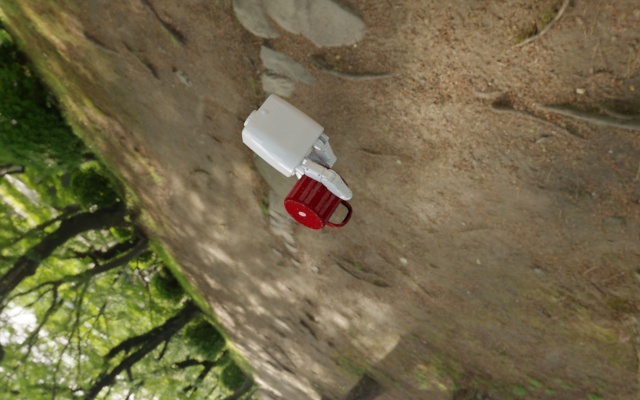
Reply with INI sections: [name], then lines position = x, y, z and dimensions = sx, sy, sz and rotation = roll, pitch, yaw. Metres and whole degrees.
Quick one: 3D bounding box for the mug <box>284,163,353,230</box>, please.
[mug]
position = 0.001, 0.004, 0.819
dimensions = 0.117, 0.081, 0.093
rotation = 36, -25, -4
